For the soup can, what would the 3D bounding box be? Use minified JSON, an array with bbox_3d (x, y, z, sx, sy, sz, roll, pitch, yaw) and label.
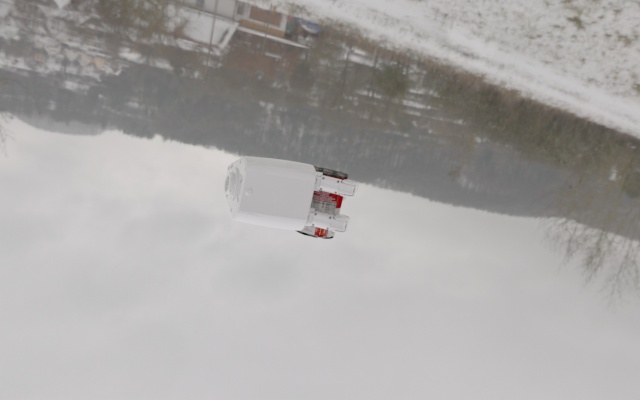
[{"bbox_3d":[0.000,0.003,0.749,0.068,0.102,0.068,12,9,-2],"label":"soup can"}]
